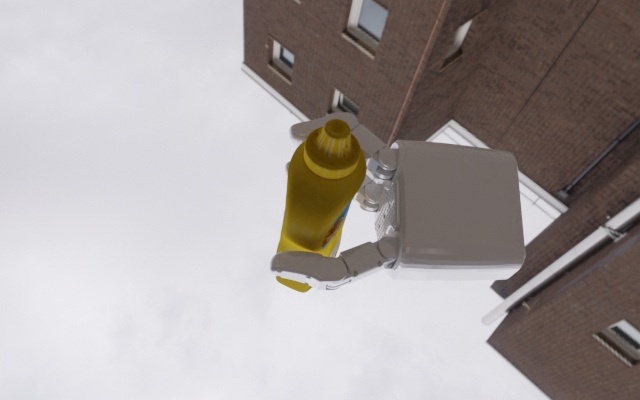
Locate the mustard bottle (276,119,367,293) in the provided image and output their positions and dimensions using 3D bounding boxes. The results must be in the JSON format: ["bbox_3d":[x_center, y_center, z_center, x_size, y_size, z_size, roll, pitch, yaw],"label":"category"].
[{"bbox_3d":[0.000,0.001,0.404,0.058,0.096,0.192,24,-32,6],"label":"mustard bottle"}]
